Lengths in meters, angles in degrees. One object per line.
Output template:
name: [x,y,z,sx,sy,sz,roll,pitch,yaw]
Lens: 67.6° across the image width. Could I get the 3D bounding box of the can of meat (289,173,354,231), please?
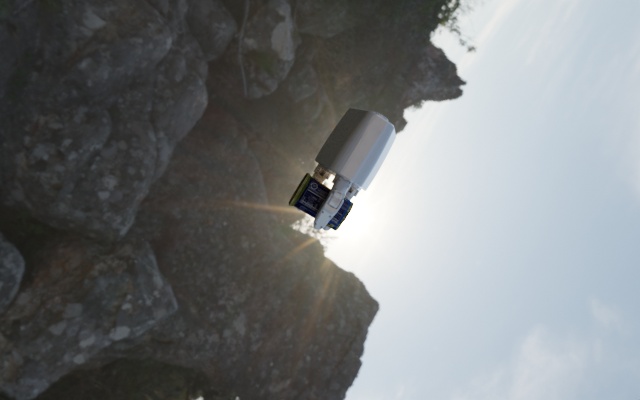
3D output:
can of meat: [0.000,0.003,0.749,0.084,0.057,0.102,31,1,-5]
